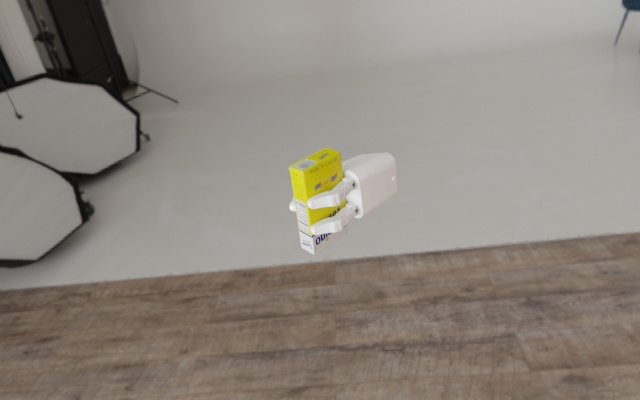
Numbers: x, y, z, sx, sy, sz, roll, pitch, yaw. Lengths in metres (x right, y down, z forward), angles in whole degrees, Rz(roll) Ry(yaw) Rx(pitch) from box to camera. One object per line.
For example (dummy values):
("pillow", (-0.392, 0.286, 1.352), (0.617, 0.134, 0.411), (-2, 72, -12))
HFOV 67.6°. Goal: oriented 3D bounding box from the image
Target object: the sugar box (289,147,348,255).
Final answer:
("sugar box", (0.001, 0.003, 0.870), (0.093, 0.176, 0.048), (-30, 35, -32))
